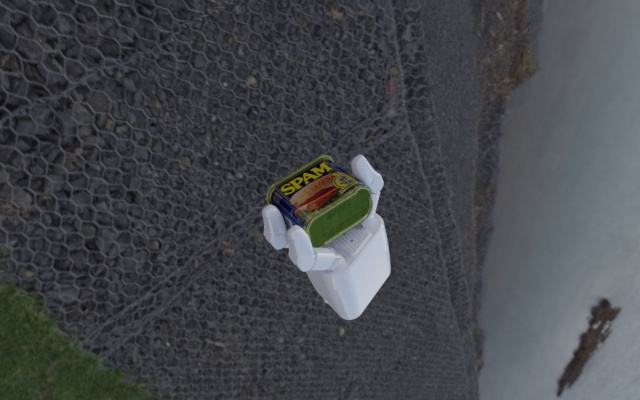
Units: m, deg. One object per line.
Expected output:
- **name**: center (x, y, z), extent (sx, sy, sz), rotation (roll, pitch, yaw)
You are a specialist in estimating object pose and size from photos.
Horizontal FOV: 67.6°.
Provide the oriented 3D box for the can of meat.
- **can of meat**: center (0.000, 0.002, 0.579), extent (0.102, 0.057, 0.084), rotation (-32, 45, -19)
